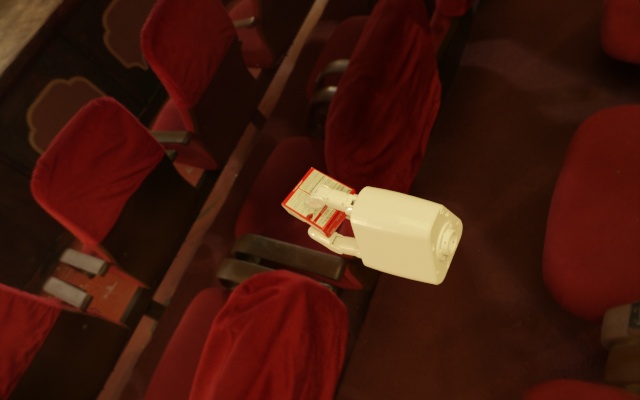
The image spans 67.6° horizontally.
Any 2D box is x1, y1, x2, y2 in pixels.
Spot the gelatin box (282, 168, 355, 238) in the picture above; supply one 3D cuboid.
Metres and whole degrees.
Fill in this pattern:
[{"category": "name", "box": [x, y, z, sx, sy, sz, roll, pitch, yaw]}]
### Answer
[{"category": "gelatin box", "box": [0.000, 0.002, 0.687, 0.089, 0.073, 0.030, 30, -14, 35]}]
